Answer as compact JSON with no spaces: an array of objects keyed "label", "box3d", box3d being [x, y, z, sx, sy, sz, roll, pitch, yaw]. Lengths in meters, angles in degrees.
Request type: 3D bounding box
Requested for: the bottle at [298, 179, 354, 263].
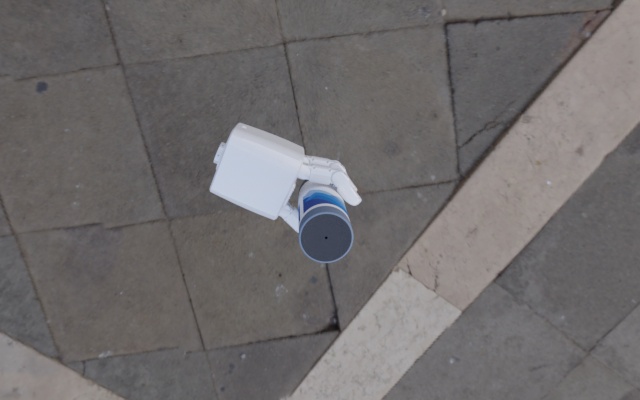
[{"label":"bottle","box3d":[0.000,0.002,0.714,0.069,0.069,0.295,0,17,-3]}]
